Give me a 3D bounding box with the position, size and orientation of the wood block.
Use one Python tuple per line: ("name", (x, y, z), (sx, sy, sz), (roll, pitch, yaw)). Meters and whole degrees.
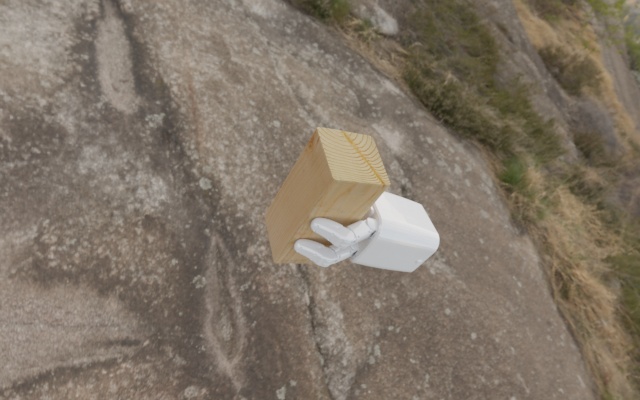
("wood block", (0.000, 0.002, 0.690), (0.090, 0.090, 0.206), (5, -38, -28))
